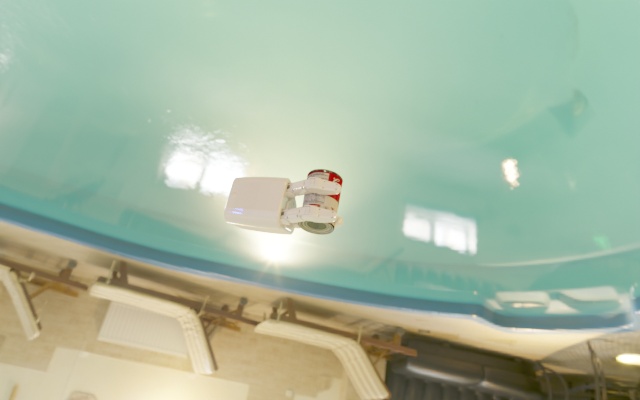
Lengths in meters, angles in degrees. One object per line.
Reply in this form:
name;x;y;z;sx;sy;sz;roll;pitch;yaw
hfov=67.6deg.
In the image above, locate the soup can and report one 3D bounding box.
soup can;0.001;0.003;0.871;0.068;0.102;0.068;8;-28;4
